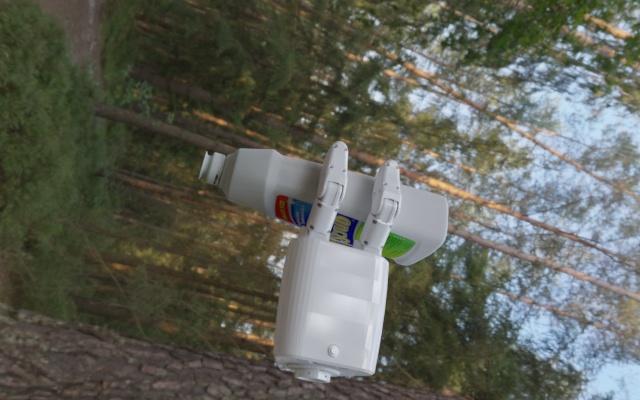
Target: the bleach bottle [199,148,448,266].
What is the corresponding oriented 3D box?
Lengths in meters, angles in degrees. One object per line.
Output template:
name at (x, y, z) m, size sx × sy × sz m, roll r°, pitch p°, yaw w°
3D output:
bleach bottle at (0.000, 0.002, 0.500) m, size 0.251 × 0.068 × 0.103 m, roll 16°, pitch -26°, yaw -13°
